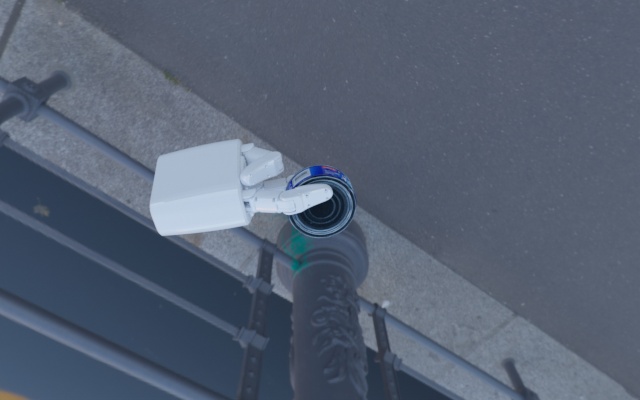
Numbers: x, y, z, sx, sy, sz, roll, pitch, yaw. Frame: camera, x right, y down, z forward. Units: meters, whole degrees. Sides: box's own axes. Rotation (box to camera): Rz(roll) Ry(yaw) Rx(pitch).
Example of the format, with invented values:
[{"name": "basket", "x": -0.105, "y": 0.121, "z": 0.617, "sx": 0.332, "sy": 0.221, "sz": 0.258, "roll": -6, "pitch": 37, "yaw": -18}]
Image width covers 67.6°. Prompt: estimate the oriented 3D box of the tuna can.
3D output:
[{"name": "tuna can", "x": 0.000, "y": 0.002, "z": 0.578, "sx": 0.086, "sy": 0.086, "sz": 0.033, "roll": 0, "pitch": 26, "yaw": -7}]
